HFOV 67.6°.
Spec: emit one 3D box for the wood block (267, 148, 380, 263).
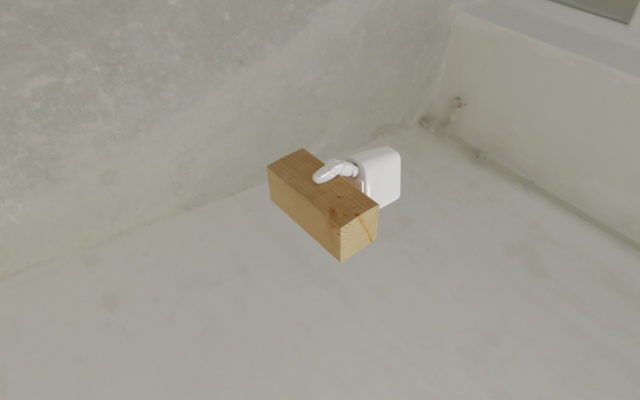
[{"bbox_3d":[0.001,0.002,0.864,0.090,0.091,0.206,-30,50,-28],"label":"wood block"}]
